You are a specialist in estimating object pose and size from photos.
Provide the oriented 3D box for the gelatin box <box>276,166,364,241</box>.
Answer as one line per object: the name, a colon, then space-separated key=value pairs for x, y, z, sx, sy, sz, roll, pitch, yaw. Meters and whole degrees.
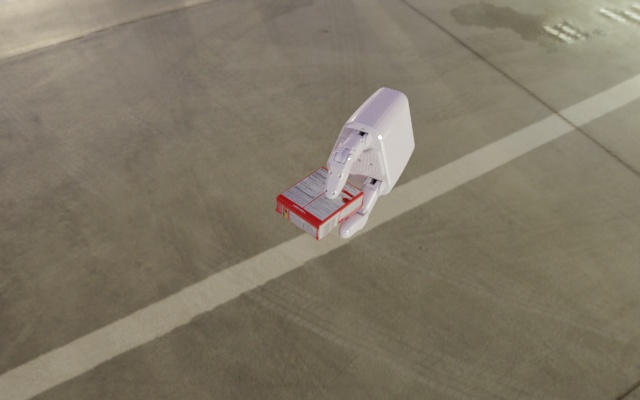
gelatin box: x=0.000 y=0.002 z=0.602 sx=0.073 sy=0.030 sz=0.089 roll=33 pitch=49 yaw=27
